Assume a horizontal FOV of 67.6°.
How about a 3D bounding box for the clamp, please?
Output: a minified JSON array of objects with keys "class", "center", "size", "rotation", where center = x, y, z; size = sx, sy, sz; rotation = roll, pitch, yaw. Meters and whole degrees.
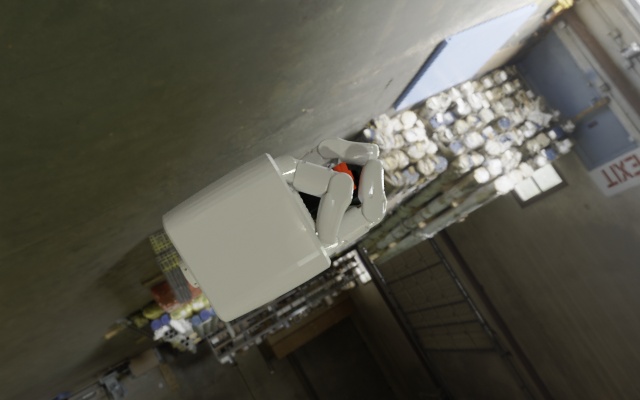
[{"class":"clamp","center":[0.000,0.002,0.511],"size":[0.120,0.039,0.171],"rotation":[-30,-10,-5]}]
